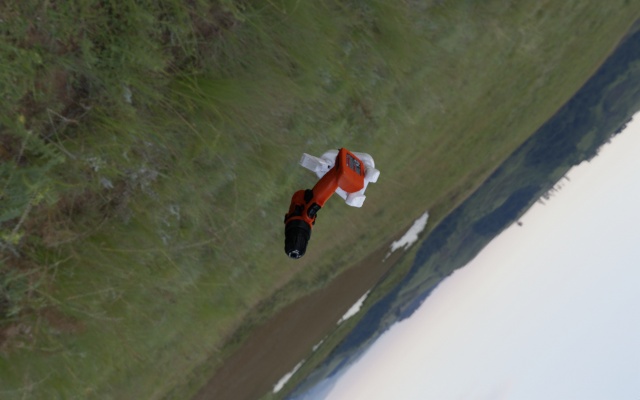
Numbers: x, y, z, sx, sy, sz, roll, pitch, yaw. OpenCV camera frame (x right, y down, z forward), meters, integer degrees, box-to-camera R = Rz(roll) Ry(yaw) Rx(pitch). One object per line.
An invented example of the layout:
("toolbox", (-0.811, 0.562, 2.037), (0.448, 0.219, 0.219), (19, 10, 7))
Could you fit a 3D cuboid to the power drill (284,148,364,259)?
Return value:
("power drill", (0.000, 0.003, 0.890), (0.057, 0.184, 0.188), (35, -59, -22))
